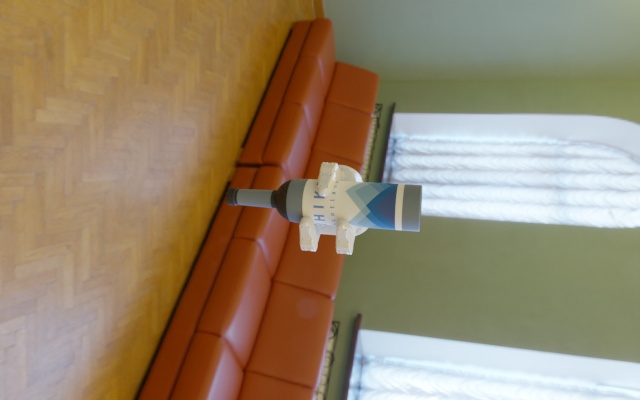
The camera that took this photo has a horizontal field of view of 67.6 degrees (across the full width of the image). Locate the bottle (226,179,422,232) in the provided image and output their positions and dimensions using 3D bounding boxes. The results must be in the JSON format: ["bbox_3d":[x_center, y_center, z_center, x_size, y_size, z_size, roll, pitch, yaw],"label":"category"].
[{"bbox_3d":[0.000,0.002,0.713,0.295,0.069,0.069,4,1,14],"label":"bottle"}]
